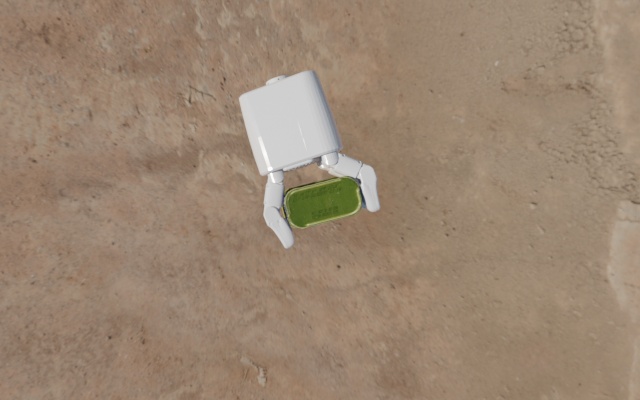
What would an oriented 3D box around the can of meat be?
[{"bbox_3d":[0.000,0.002,0.630,0.102,0.057,0.084,-15,1,-6],"label":"can of meat"}]
